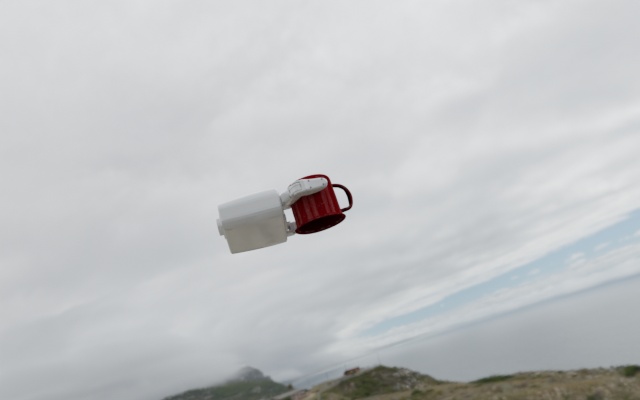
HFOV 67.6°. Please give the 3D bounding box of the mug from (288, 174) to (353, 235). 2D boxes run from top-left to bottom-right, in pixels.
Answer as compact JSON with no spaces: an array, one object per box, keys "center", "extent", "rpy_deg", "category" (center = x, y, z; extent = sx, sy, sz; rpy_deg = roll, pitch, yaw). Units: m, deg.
[{"center":[0.001,0.002,0.844],"extent":[0.117,0.081,0.093],"rpy_deg":[-14,-18,-11],"category":"mug"}]
